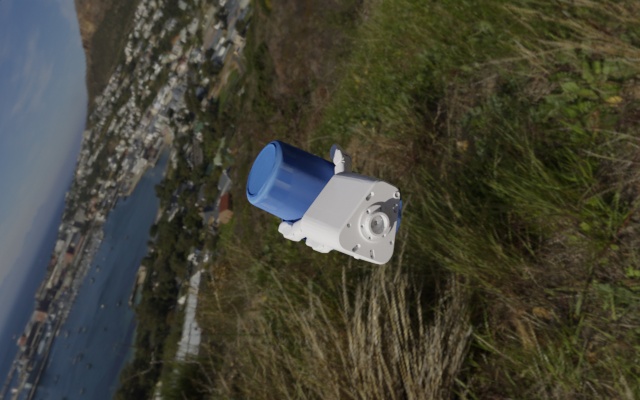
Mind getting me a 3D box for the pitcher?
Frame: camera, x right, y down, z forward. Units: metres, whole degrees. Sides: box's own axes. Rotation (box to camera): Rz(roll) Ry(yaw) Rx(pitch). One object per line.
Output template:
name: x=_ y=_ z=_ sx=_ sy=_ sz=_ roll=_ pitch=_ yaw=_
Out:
pitcher: x=0.000 y=0.003 z=0.796 sx=0.243 sy=0.149 sz=0.145 roll=24 pitch=-1 yaw=-27
